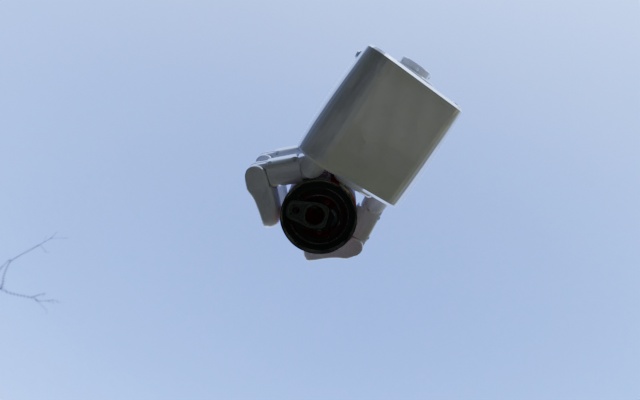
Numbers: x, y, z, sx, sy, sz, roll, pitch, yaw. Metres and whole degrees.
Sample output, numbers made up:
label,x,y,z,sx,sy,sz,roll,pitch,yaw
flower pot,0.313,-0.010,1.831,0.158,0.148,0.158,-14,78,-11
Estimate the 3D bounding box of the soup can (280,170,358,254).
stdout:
label,x,y,z,sx,sy,sz,roll,pitch,yaw
soup can,0.000,0.002,0.462,0.068,0.068,0.102,0,16,2
